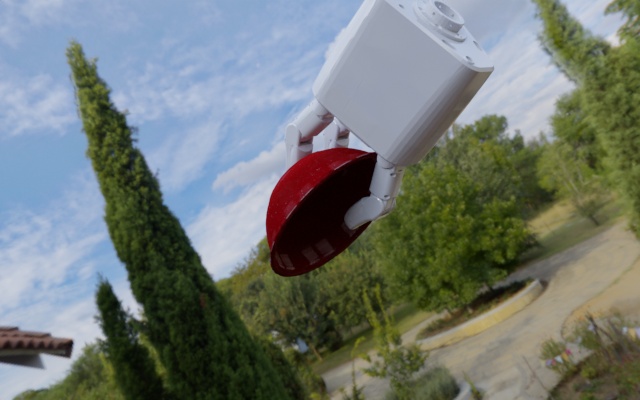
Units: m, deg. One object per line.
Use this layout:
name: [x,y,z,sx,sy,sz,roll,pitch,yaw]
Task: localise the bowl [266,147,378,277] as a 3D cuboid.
bowl: [-0.001,0.002,0.486,0.055,0.162,0.162,45,24,27]
